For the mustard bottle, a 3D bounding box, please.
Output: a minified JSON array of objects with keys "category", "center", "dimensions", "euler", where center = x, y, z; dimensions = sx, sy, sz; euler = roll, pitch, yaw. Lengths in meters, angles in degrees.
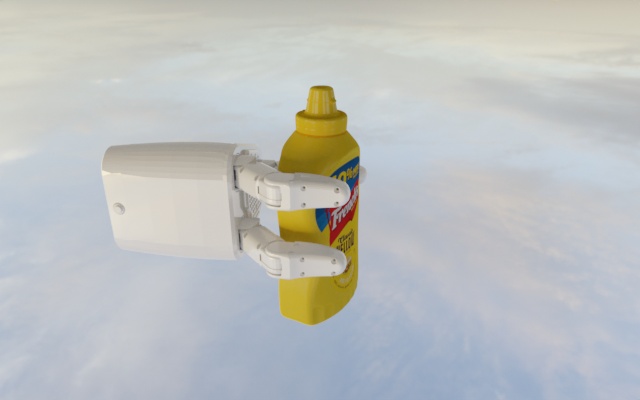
[{"category":"mustard bottle","center":[0.000,0.002,0.401],"dimensions":[0.058,0.192,0.096],"euler":[13,27,28]}]
